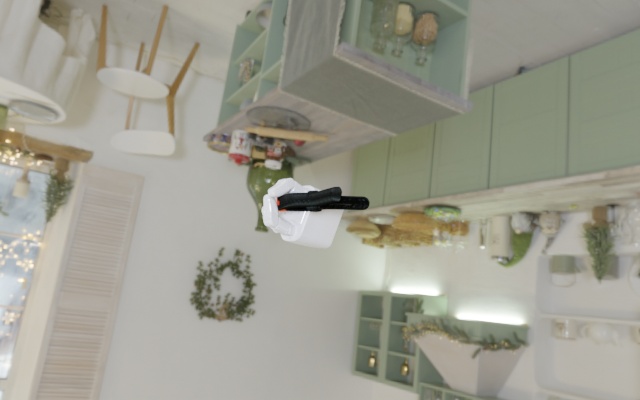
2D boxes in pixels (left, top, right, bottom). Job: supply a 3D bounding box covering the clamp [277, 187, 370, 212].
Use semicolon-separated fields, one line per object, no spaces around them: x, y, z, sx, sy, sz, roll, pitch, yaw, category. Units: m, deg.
0.000;0.003;0.865;0.171;0.039;0.120;-3;-16;39;clamp
